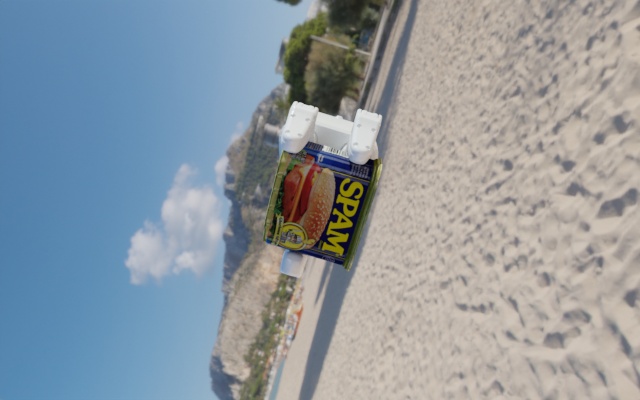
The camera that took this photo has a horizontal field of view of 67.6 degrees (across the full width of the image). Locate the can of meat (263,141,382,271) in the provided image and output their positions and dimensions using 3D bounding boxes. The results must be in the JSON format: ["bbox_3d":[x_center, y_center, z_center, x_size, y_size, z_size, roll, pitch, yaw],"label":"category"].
[{"bbox_3d":[0.000,0.001,0.426,0.084,0.102,0.057,16,19,1],"label":"can of meat"}]
